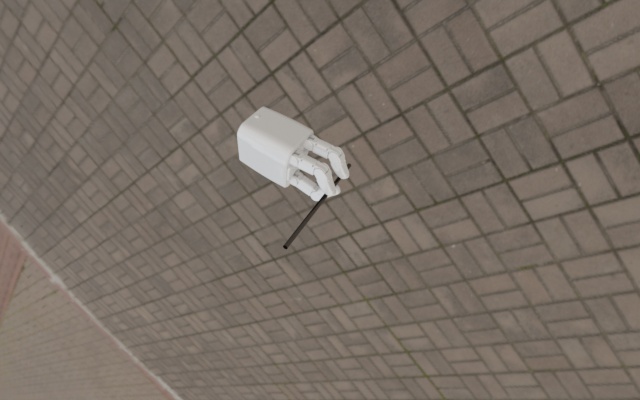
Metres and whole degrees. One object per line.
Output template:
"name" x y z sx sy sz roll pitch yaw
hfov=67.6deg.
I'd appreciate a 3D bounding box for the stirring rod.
"stirring rod" 0.000 0.003 0.812 0.011 0.011 0.239 0 35 33
